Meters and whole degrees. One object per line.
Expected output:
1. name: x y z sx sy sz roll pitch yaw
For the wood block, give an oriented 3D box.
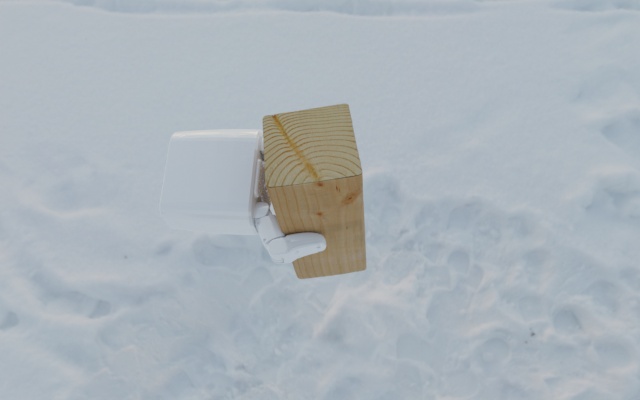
1. wood block: 0.000 0.002 0.536 0.090 0.090 0.206 -8 -33 2
